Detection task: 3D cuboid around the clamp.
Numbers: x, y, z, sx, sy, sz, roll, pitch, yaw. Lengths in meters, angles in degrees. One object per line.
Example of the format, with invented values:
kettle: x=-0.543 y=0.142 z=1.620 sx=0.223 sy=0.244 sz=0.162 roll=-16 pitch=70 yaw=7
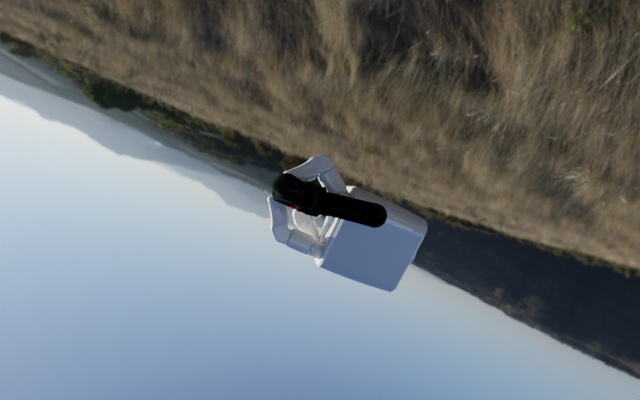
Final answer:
clamp: x=0.000 y=0.002 z=0.533 sx=0.120 sy=0.039 sz=0.171 roll=24 pitch=-2 yaw=-9
